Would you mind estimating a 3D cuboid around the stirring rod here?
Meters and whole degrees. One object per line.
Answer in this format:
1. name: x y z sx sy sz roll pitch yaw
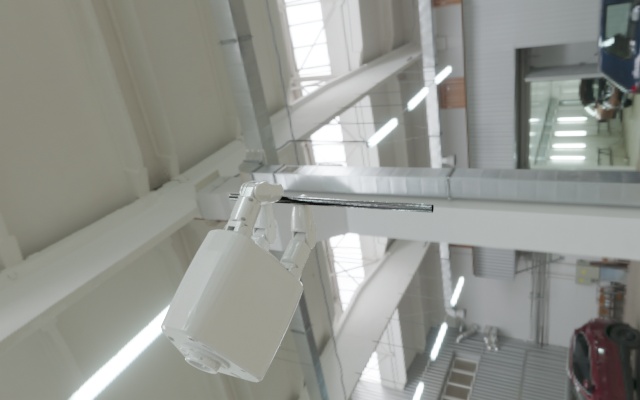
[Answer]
1. stirring rod: 0.000 0.002 0.508 0.239 0.011 0.011 3 1 28
